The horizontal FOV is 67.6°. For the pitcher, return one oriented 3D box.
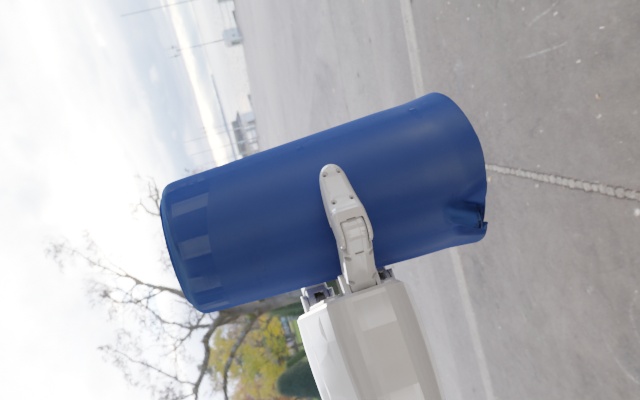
[{"bbox_3d":[0.000,0.001,0.404,0.243,0.145,0.149,-16,-15,-8],"label":"pitcher"}]
